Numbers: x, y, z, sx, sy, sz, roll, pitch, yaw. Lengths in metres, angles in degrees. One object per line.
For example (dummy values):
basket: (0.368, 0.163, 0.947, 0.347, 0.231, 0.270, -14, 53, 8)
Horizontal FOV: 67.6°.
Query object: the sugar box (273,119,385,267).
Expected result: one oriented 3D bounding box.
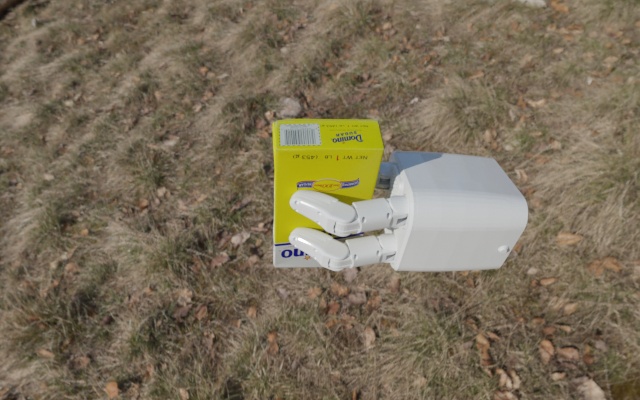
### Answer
sugar box: (0.000, 0.002, 0.464, 0.093, 0.048, 0.176, 0, -43, -5)
